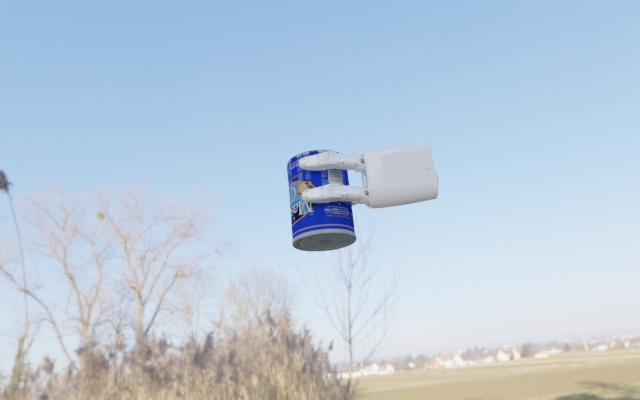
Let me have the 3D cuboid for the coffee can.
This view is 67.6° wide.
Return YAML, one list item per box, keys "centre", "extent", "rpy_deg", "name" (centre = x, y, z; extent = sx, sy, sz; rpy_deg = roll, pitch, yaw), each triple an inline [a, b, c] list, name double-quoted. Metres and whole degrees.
- centre: [0.000, 0.003, 0.780]
  extent: [0.103, 0.140, 0.103]
  rpy_deg: [-5, -21, -2]
  name: "coffee can"
